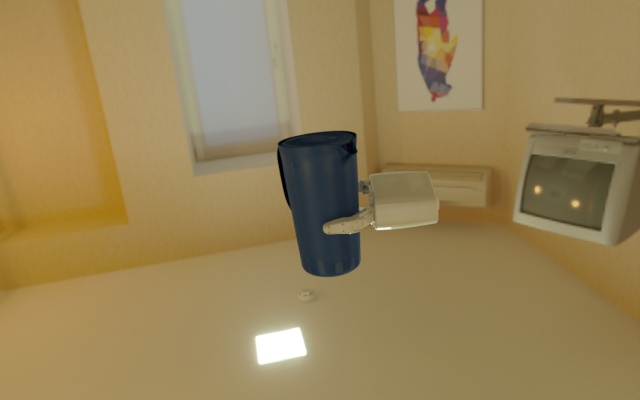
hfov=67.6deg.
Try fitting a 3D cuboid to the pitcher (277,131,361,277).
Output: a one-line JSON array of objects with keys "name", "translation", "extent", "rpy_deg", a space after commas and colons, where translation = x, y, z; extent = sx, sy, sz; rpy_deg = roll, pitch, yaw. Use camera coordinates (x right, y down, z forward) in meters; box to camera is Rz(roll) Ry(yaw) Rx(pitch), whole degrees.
[{"name": "pitcher", "translation": [0.000, 0.003, 0.837], "extent": [0.145, 0.243, 0.149], "rpy_deg": [-6, 18, 2]}]
